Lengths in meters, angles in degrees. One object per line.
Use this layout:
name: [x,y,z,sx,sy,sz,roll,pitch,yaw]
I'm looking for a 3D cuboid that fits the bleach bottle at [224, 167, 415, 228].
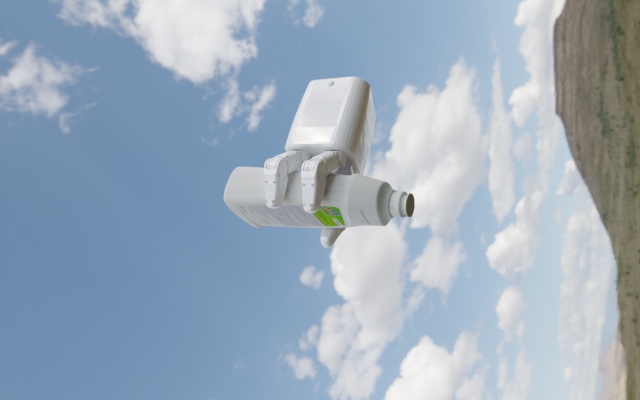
bleach bottle: [0.000,0.002,0.614,0.251,0.068,0.103,4,-24,32]
